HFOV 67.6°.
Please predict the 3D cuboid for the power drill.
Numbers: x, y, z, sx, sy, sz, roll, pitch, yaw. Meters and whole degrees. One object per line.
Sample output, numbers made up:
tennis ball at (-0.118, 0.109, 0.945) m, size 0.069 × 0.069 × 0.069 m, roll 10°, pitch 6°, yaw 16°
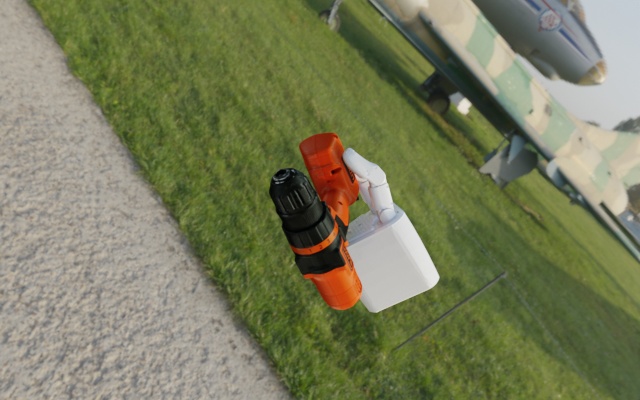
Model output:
power drill at (0.000, 0.002, 0.543) m, size 0.057 × 0.184 × 0.187 m, roll -12°, pitch 36°, yaw 16°
